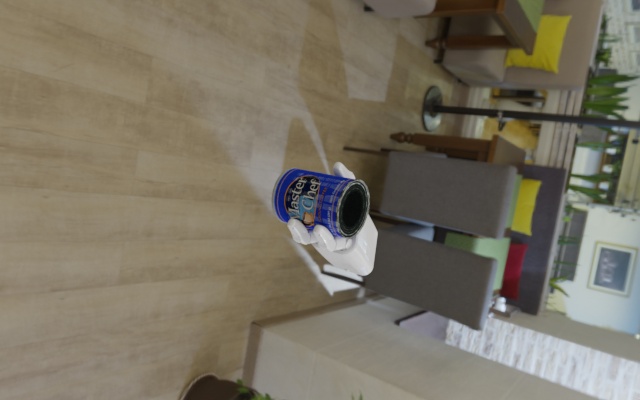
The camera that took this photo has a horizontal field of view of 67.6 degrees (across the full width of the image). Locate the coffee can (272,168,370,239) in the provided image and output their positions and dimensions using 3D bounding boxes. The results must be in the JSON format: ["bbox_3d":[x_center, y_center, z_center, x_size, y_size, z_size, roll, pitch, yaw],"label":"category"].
[{"bbox_3d":[0.000,0.003,0.836,0.140,0.103,0.103,13,7,34],"label":"coffee can"}]
